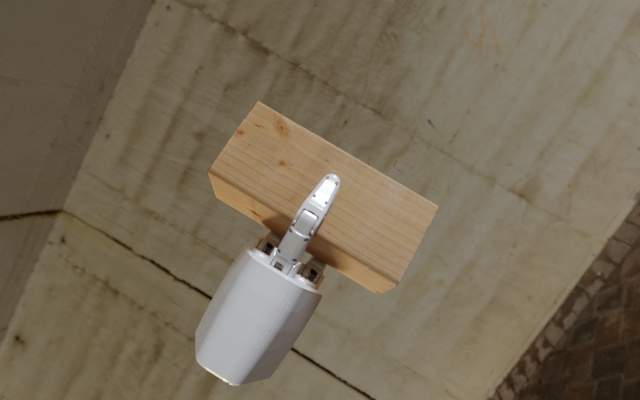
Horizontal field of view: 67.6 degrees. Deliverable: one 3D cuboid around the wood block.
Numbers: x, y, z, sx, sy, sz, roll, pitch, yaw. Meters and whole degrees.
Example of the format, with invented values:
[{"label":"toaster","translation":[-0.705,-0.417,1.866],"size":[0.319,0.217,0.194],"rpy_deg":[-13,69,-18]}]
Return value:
[{"label":"wood block","translation":[0.000,0.002,0.491],"size":[0.206,0.090,0.091],"rpy_deg":[31,-18,3]}]
